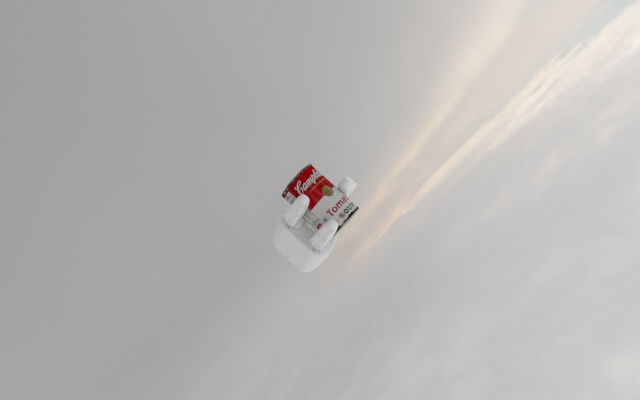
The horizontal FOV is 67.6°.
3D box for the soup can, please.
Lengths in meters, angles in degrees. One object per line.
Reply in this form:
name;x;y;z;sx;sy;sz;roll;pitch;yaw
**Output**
soup can;0.001;0.002;0.731;0.102;0.068;0.068;42;5;6
